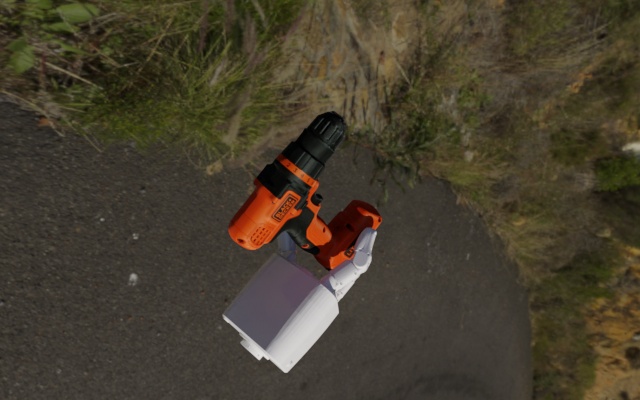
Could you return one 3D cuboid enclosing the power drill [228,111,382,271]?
[{"bbox_3d":[0.000,0.002,0.592,0.188,0.184,0.057,36,6,-47],"label":"power drill"}]
